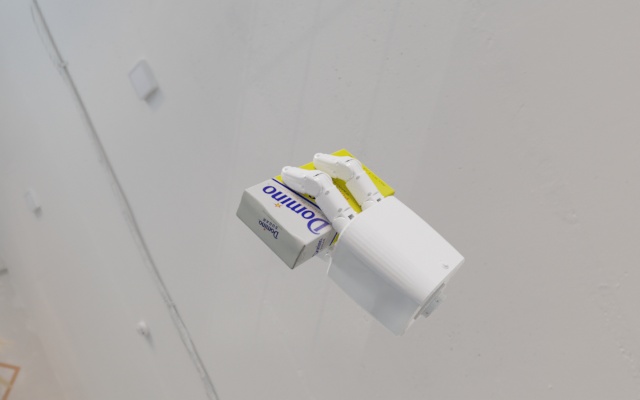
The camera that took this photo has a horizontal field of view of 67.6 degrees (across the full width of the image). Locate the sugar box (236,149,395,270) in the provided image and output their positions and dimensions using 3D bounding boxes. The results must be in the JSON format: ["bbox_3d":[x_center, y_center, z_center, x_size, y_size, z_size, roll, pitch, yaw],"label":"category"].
[{"bbox_3d":[0.000,0.001,0.552,0.093,0.048,0.176,41,39,19],"label":"sugar box"}]
